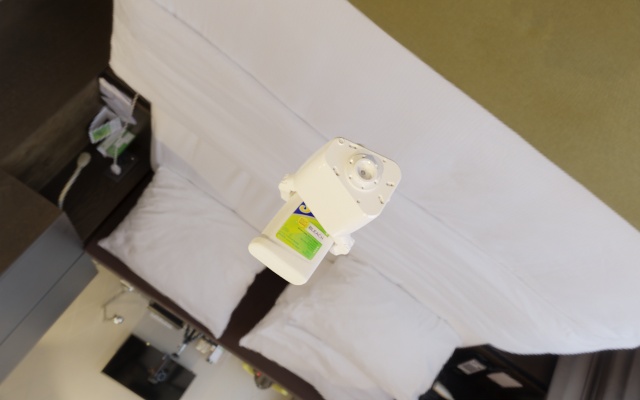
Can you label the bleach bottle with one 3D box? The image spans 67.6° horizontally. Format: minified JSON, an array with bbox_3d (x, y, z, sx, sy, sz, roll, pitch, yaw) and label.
[{"bbox_3d":[0.000,0.003,0.745,0.102,0.250,0.068,38,-26,-8],"label":"bleach bottle"}]
